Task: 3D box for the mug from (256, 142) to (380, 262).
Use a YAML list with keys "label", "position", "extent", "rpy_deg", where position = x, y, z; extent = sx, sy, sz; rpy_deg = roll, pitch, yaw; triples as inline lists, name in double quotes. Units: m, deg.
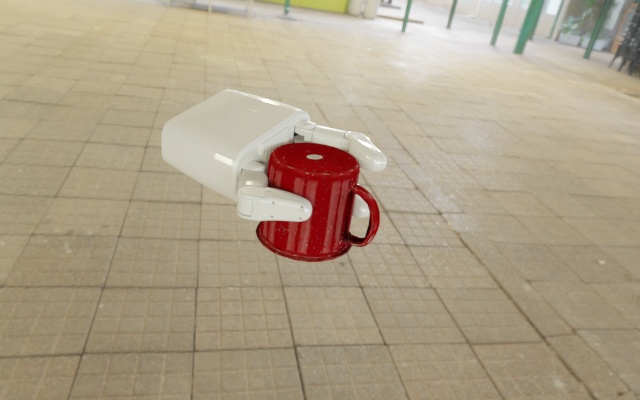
- label: "mug"
  position: [0.001, 0.002, 0.432]
  extent: [0.117, 0.081, 0.093]
  rpy_deg: [23, 29, 28]
